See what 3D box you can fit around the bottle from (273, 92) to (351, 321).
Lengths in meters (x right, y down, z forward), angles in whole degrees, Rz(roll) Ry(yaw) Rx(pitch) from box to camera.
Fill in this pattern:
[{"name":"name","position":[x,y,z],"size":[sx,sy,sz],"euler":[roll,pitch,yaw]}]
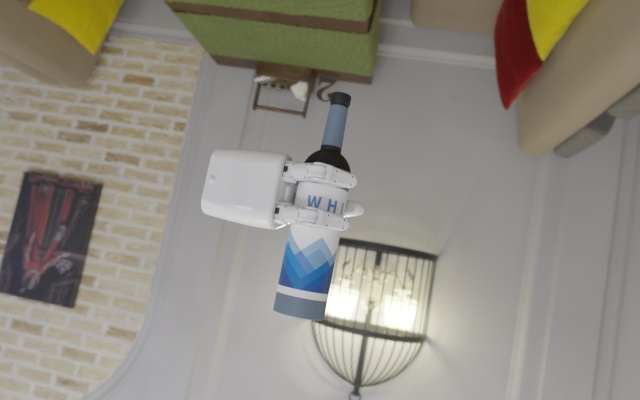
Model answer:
[{"name":"bottle","position":[0.000,0.002,0.625],"size":[0.069,0.295,0.069],"euler":[11,-7,1]}]
